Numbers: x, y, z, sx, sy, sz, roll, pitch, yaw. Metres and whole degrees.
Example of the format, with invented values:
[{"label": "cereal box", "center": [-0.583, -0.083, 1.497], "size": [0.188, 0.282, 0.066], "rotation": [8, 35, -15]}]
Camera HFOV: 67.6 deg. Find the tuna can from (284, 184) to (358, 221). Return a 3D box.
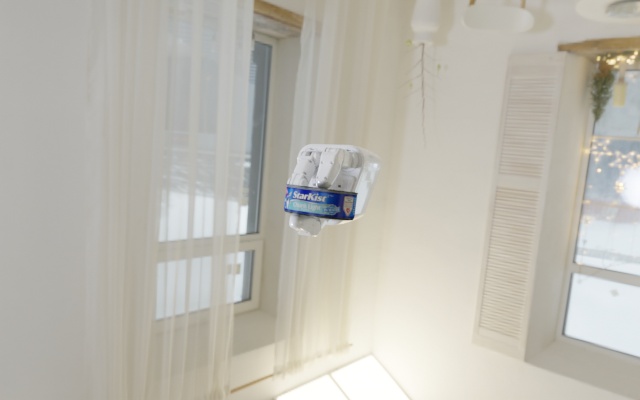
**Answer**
[{"label": "tuna can", "center": [0.000, 0.002, 0.565], "size": [0.086, 0.034, 0.086], "rotation": [7, 1, 0]}]
